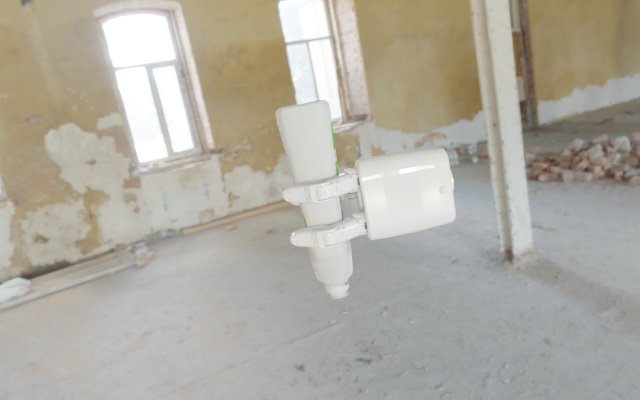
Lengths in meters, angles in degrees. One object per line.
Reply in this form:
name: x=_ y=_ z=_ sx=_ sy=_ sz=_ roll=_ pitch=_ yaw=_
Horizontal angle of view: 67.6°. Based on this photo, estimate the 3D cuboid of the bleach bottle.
bleach bottle: x=0.000 y=0.002 z=0.612 sx=0.068 sy=0.251 sz=0.102 roll=-11 pitch=13 yaw=1
